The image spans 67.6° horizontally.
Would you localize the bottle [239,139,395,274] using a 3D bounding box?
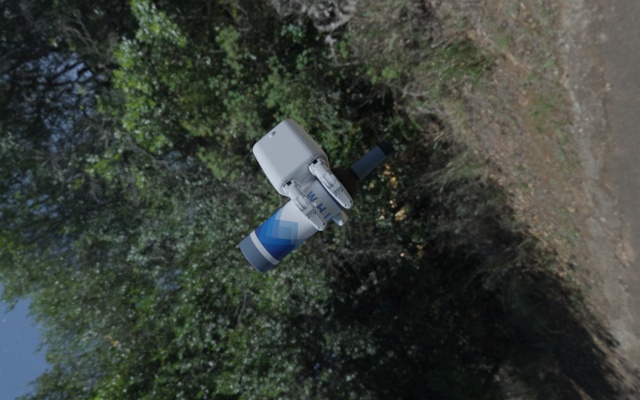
[{"bbox_3d":[0.000,0.003,0.787,0.296,0.069,0.069,-39,-3,3],"label":"bottle"}]
